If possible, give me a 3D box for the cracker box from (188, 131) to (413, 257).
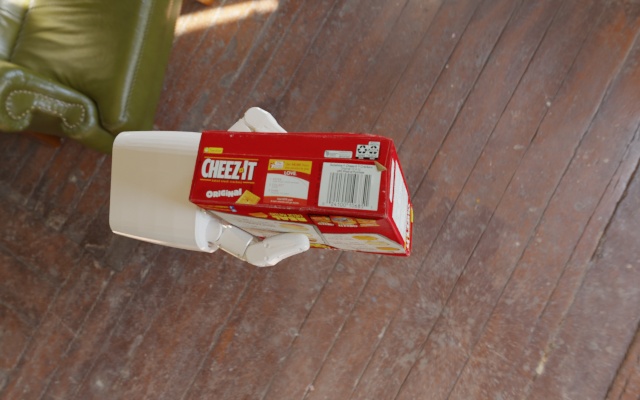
[{"bbox_3d":[0.000,0.002,0.467,0.164,0.072,0.214,4,-13,16],"label":"cracker box"}]
